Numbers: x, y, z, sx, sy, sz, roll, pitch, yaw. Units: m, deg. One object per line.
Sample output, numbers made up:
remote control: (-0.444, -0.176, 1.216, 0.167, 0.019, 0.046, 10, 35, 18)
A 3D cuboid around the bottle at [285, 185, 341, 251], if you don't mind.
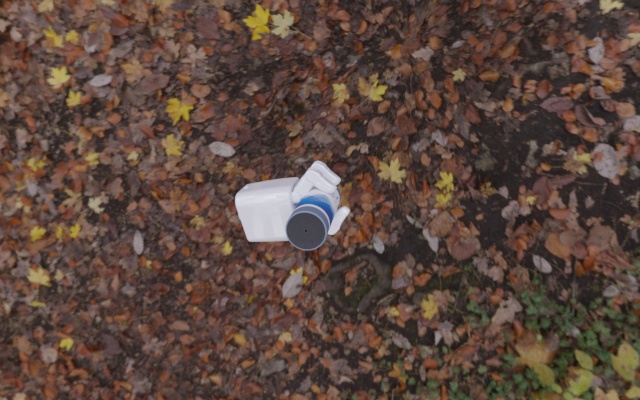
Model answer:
bottle: (0.000, 0.003, 0.880, 0.069, 0.069, 0.295, 0, 18, 9)
